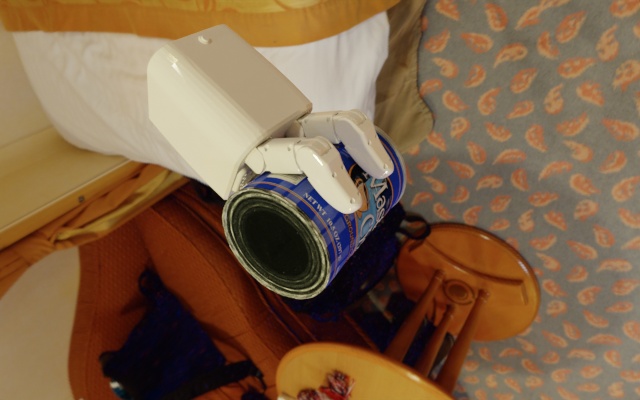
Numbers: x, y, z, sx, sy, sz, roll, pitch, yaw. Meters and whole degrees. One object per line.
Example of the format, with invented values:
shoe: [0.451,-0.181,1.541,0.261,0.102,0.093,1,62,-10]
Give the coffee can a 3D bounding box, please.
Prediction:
coffee can: [0.000,0.001,0.416,0.103,0.103,0.140,0,30,37]
